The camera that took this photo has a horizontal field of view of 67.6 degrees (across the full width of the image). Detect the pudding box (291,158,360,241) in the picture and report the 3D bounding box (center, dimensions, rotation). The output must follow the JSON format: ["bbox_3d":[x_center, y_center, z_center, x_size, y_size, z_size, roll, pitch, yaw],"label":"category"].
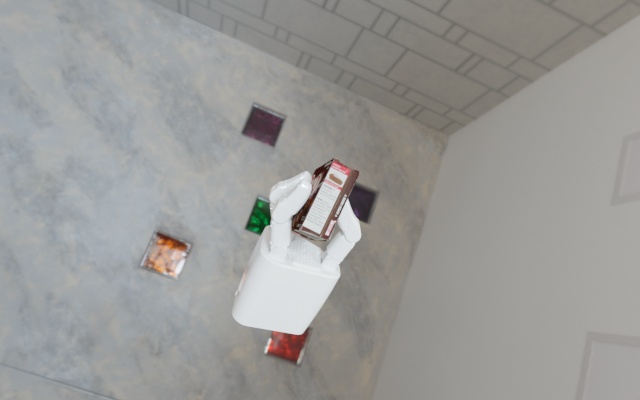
[{"bbox_3d":[0.000,0.002,0.574,0.039,0.090,0.113,26,-8,-11],"label":"pudding box"}]
